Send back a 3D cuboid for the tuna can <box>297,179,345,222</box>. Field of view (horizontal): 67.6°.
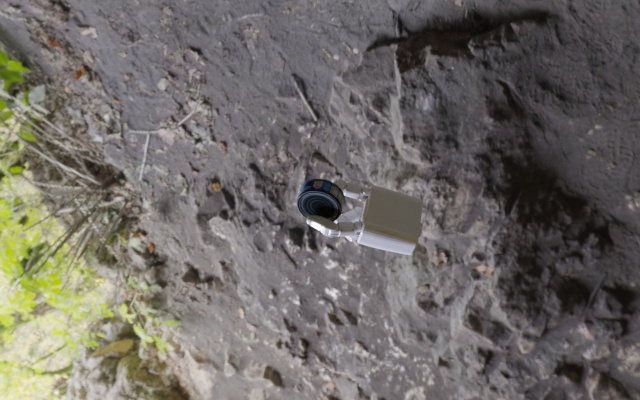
[{"bbox_3d":[0.000,0.003,0.881,0.086,0.086,0.033,0,42,18],"label":"tuna can"}]
